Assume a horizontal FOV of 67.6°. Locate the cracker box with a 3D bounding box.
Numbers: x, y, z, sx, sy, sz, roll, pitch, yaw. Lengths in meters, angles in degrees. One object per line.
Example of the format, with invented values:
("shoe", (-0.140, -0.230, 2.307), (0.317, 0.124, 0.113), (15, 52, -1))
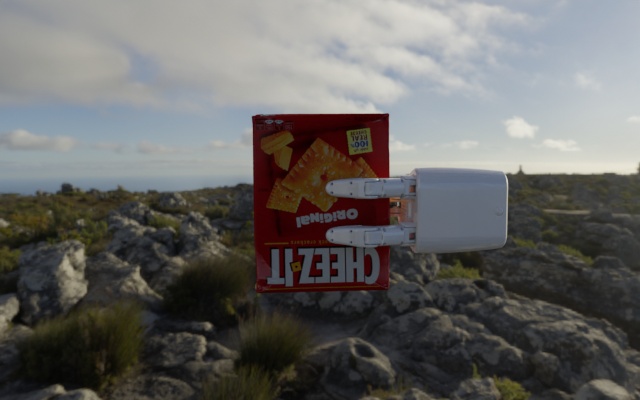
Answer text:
("cracker box", (0.000, 0.002, 0.588), (0.164, 0.214, 0.072), (-1, 4, -3))
